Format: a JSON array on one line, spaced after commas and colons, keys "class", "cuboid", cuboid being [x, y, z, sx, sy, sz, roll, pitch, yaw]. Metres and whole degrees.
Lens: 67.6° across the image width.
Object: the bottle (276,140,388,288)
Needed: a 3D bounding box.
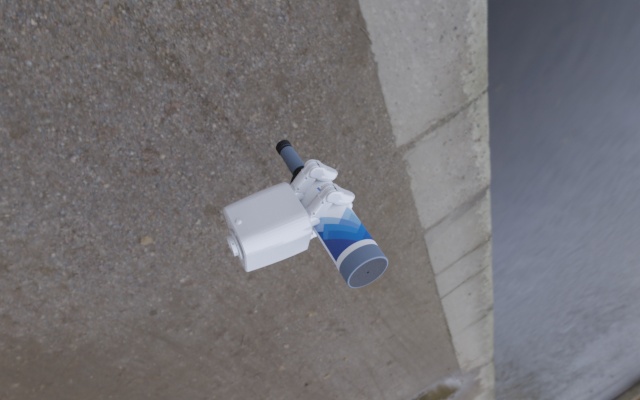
[{"class": "bottle", "cuboid": [0.000, 0.003, 0.753, 0.069, 0.069, 0.295, 0, 42, -38]}]
